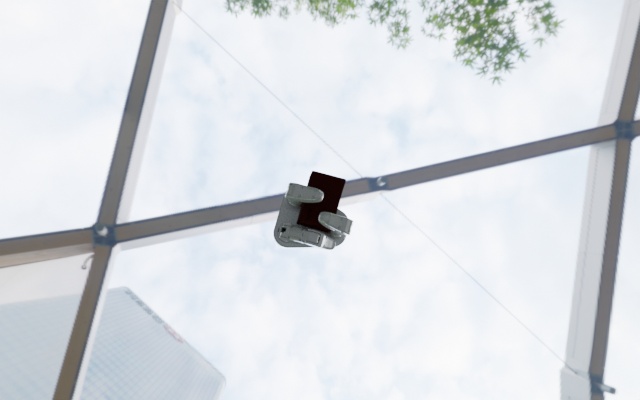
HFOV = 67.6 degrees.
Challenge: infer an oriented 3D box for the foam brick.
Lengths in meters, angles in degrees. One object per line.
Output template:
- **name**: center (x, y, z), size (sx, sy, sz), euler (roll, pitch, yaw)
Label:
- **foam brick**: center (0.000, 0.002, 0.707), size (0.053, 0.078, 0.051), euler (17, -9, -3)
